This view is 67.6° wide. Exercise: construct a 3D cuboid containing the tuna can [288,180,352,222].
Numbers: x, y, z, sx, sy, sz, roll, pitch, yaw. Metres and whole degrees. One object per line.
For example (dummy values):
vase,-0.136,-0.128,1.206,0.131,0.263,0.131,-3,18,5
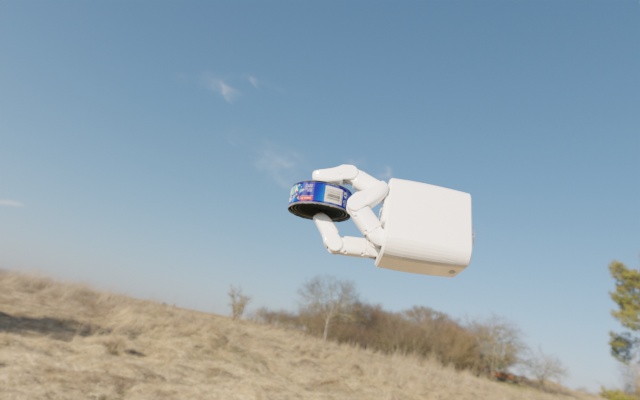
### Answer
tuna can,0.000,0.002,0.651,0.086,0.033,0.086,7,-17,2
